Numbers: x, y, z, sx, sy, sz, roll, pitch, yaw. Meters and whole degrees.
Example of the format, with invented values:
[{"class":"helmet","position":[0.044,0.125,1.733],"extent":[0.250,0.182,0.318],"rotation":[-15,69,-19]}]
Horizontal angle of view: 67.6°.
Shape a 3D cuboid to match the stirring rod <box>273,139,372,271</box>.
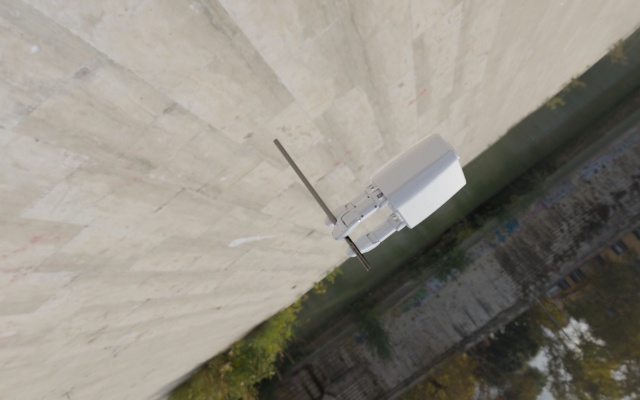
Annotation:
[{"class":"stirring rod","position":[0.000,0.002,0.690],"extent":[0.011,0.239,0.011],"rotation":[-33,-16,-11]}]
